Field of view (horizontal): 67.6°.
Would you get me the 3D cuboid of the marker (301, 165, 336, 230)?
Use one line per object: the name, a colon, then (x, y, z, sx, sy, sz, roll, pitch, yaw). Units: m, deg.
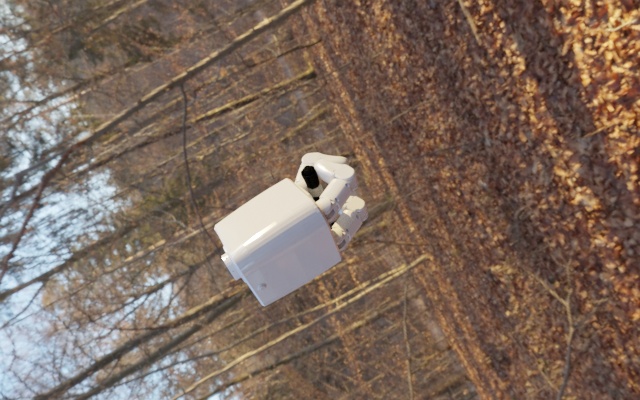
marker: (0.000, 0.002, 0.596, 0.020, 0.020, 0.121, 0, -41, 20)
